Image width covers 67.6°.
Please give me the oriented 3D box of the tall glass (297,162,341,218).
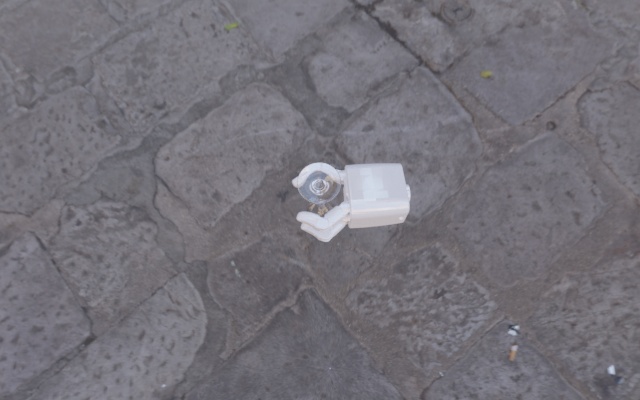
[{"bbox_3d":[0.000,0.003,0.893,0.079,0.079,0.201,0,-19,1],"label":"tall glass"}]
